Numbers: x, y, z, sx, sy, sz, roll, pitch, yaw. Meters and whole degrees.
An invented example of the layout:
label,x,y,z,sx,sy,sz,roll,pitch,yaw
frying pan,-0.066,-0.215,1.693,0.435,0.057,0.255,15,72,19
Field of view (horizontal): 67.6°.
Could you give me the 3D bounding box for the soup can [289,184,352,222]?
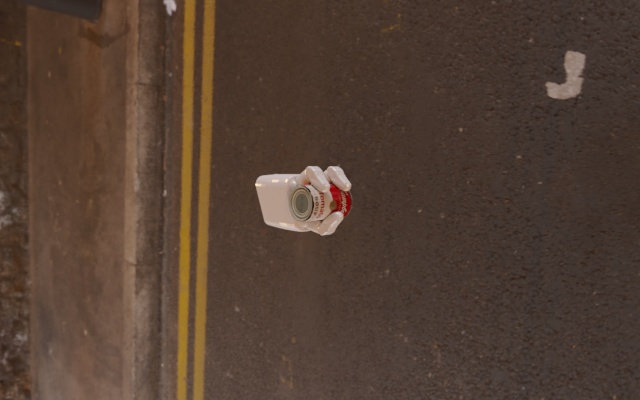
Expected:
label,x,y,z,sx,sy,sz,roll,pitch,yaw
soup can,0.000,0.003,0.887,0.102,0.068,0.068,-3,2,-43
